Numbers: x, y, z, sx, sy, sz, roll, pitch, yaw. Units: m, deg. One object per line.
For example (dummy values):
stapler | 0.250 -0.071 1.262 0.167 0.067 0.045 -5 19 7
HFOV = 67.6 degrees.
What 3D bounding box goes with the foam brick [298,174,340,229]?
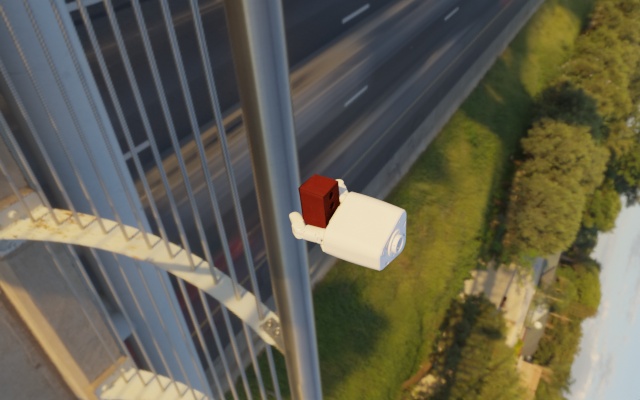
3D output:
foam brick | 0.000 0.003 0.834 0.051 0.078 0.053 18 43 29
